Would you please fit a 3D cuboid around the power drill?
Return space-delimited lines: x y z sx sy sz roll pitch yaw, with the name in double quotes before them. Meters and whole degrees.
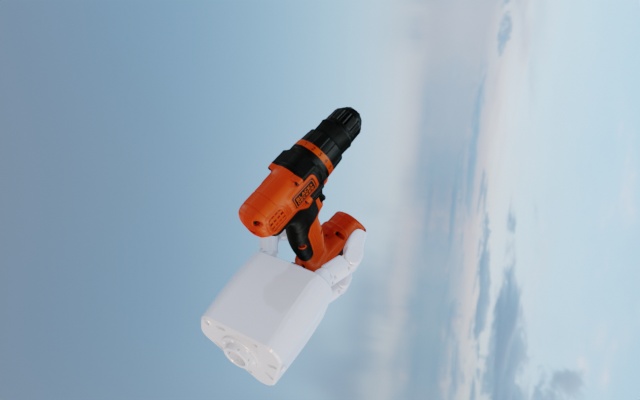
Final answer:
"power drill" 0.000 0.002 0.579 0.057 0.184 0.188 30 -21 35
